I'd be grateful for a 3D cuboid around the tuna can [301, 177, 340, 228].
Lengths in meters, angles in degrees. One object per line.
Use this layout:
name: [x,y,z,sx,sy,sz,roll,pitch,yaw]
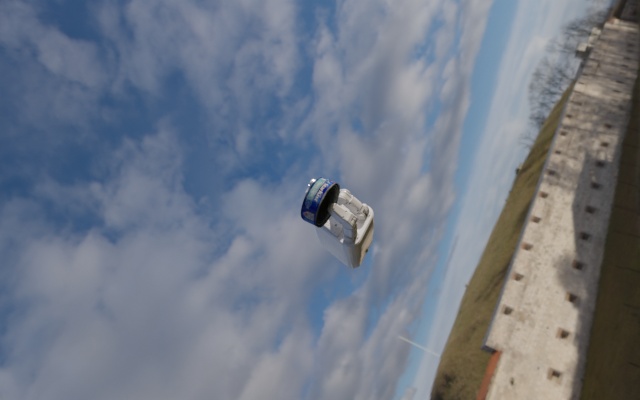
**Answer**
tuna can: [0.000,0.003,0.847,0.033,0.086,0.086,24,8,18]
